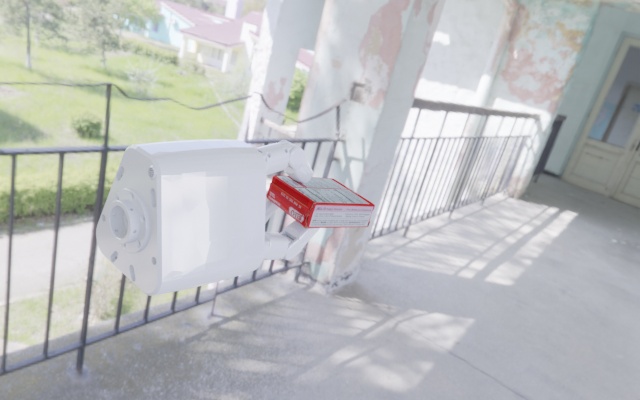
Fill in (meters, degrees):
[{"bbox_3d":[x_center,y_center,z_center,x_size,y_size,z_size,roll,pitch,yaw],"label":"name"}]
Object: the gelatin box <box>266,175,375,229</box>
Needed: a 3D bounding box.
[{"bbox_3d":[0.000,0.001,0.500,0.089,0.030,0.073,1,24,-41],"label":"gelatin box"}]
